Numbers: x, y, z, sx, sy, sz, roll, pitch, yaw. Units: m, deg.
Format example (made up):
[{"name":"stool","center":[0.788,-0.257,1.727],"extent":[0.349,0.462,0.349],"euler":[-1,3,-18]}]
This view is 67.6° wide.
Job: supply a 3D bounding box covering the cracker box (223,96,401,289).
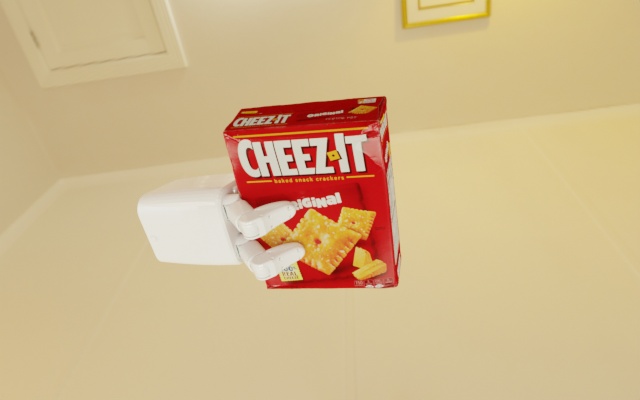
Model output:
[{"name":"cracker box","center":[0.000,0.002,0.537],"extent":[0.164,0.214,0.072],"euler":[-2,32,14]}]
